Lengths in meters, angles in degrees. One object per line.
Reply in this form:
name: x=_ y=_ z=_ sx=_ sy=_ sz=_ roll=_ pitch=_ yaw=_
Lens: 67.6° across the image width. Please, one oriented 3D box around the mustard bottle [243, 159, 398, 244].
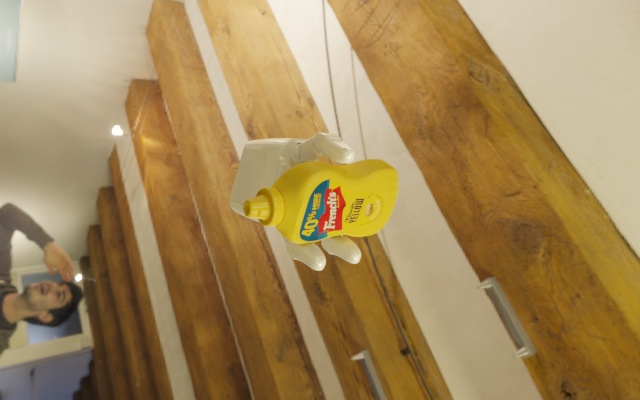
mustard bottle: x=0.000 y=0.002 z=0.545 sx=0.191 sy=0.096 sz=0.058 roll=-4 pitch=33 yaw=-37
